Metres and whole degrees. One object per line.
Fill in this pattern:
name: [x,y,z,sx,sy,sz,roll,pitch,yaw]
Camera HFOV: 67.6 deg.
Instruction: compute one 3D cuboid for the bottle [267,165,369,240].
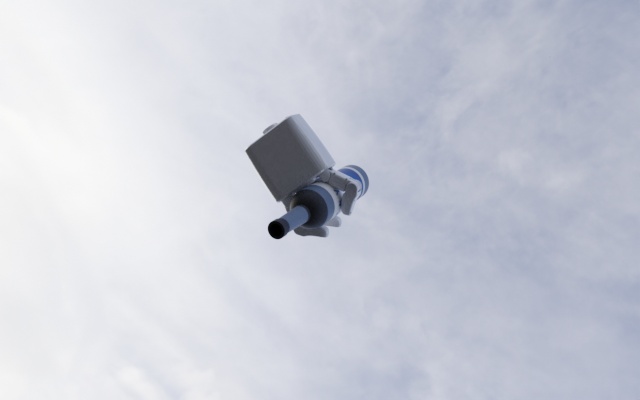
bottle: [0.000,0.003,0.782,0.069,0.069,0.295,0,15,26]
